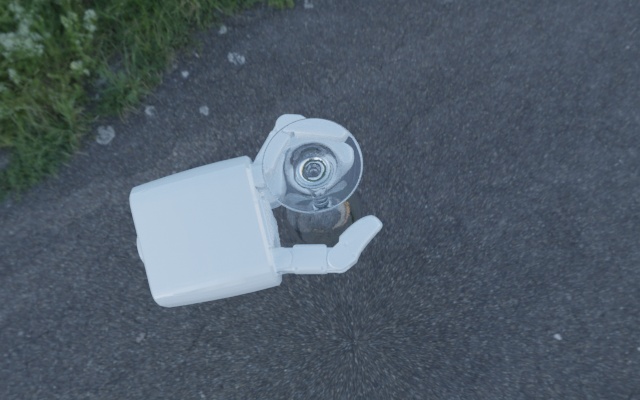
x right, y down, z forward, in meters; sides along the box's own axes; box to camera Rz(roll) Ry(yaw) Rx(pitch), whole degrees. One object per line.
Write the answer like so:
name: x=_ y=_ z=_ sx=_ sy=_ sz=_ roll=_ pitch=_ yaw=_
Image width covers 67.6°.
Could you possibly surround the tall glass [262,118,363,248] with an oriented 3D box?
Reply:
tall glass: x=0.000 y=0.001 z=0.442 sx=0.079 sy=0.079 sz=0.201 roll=0 pitch=-16 yaw=4
